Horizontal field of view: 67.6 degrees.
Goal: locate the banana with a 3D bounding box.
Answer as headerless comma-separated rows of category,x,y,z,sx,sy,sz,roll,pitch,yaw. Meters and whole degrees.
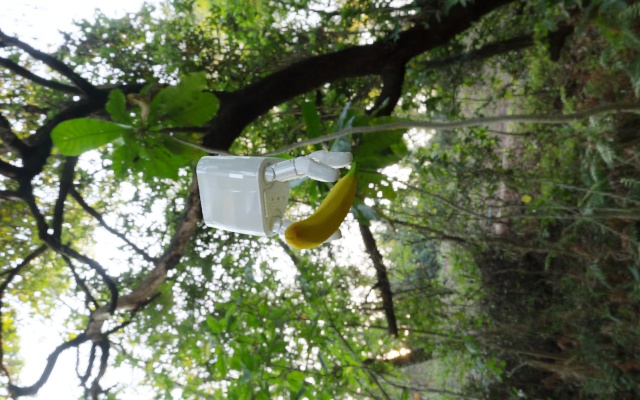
banana,0.003,0.017,0.607,0.037,0.070,0.197,8,32,23
